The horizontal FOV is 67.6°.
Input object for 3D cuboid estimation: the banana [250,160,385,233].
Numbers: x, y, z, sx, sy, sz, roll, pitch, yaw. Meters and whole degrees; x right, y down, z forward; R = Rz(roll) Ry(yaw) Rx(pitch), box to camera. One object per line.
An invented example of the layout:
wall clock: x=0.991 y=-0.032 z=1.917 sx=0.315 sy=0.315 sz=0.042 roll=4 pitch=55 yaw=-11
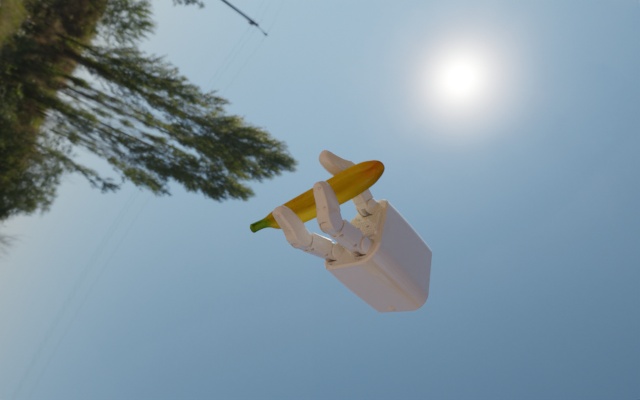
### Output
banana: x=0.004 y=-0.002 z=0.598 sx=0.198 sy=0.037 sz=0.069 roll=-28 pitch=6 yaw=27
